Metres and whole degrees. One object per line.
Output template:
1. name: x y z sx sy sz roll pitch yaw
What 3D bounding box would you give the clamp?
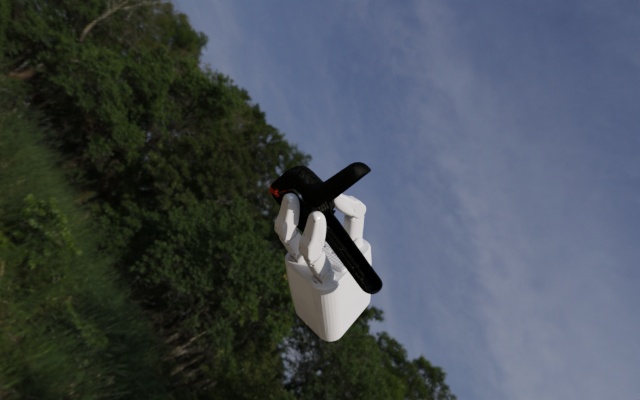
1. clamp: 0.000 0.002 0.589 0.036 0.165 0.210 -24 37 -29
